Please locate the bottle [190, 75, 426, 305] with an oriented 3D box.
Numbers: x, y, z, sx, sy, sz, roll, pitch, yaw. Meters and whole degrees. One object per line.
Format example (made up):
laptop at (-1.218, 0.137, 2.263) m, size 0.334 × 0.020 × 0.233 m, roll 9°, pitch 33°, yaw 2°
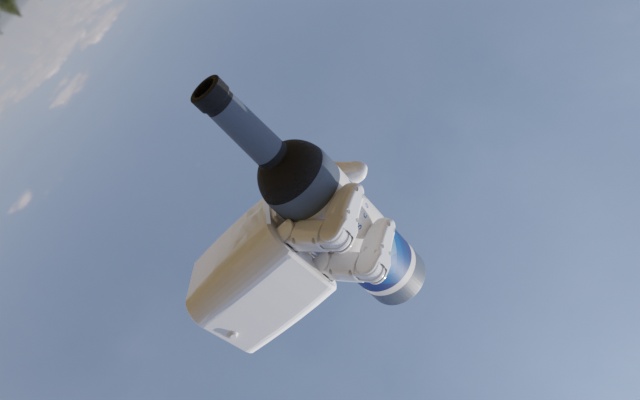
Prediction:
bottle at (0.000, 0.001, 0.432) m, size 0.069 × 0.069 × 0.296 m, roll 0°, pitch -34°, yaw 44°
